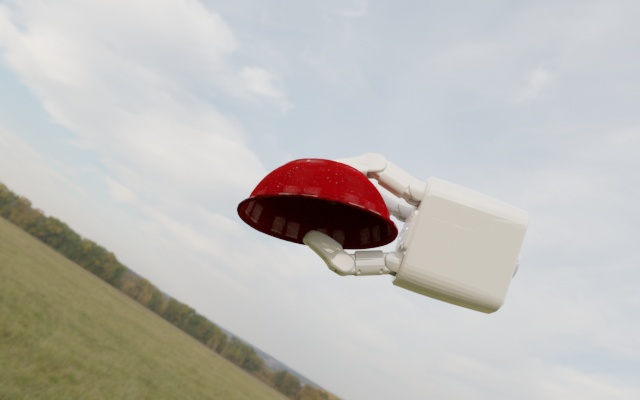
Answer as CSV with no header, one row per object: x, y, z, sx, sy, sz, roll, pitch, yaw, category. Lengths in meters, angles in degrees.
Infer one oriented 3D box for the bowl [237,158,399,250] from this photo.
-0.001,0.001,0.483,0.162,0.055,0.162,7,-20,3,bowl
